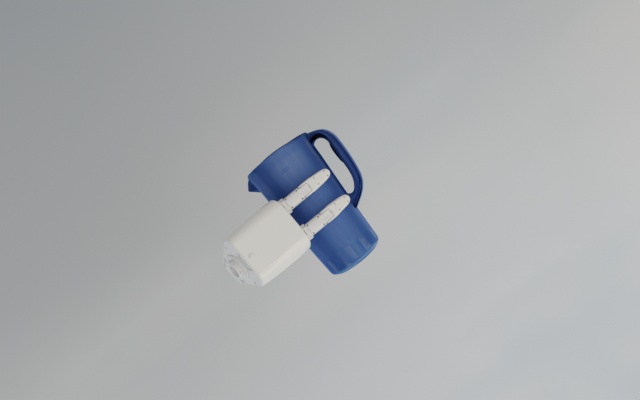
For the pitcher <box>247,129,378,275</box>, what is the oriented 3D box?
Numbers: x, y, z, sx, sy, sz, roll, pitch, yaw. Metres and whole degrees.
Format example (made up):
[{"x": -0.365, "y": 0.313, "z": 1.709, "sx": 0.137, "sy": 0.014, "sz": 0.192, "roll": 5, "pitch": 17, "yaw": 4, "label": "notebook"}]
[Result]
[{"x": 0.000, "y": 0.003, "z": 0.850, "sx": 0.145, "sy": 0.243, "sz": 0.149, "roll": -40, "pitch": 3, "yaw": -30, "label": "pitcher"}]
